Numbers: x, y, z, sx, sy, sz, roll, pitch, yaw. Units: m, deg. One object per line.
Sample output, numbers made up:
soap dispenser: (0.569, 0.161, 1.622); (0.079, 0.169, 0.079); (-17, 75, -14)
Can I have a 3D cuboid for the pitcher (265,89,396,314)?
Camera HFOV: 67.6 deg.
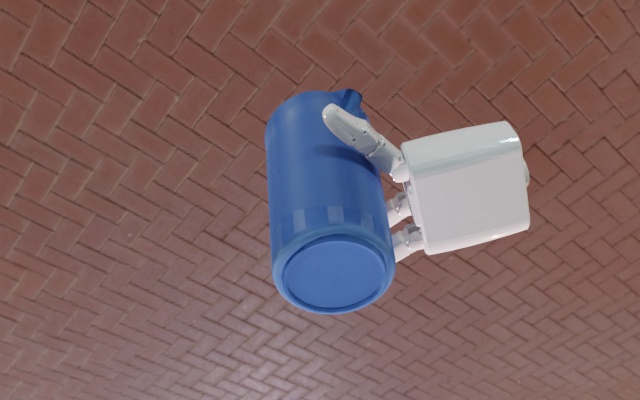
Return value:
pitcher: (0.000, 0.002, 0.505); (0.145, 0.149, 0.242); (-13, 37, 6)
